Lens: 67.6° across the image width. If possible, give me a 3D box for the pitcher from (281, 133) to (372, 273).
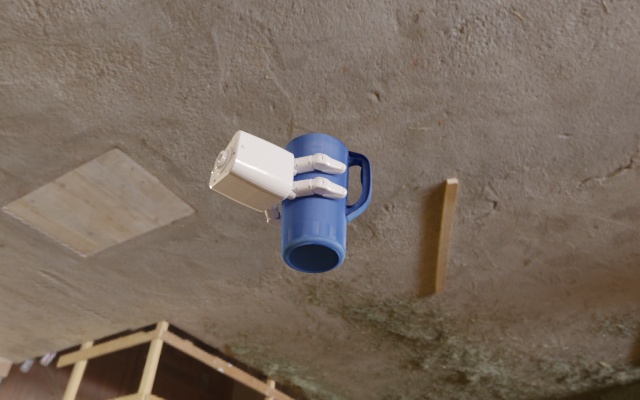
[{"bbox_3d":[0.000,0.003,0.862,0.145,0.242,0.149,26,-46,-27],"label":"pitcher"}]
